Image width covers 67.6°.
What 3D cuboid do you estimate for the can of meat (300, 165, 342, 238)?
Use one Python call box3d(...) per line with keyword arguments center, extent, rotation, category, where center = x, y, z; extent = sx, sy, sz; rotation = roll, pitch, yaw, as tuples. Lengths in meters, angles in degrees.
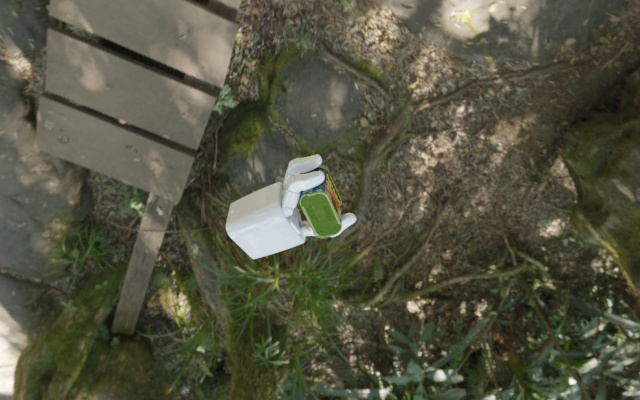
box3d(center=(0.000, 0.003, 0.830), extent=(0.057, 0.102, 0.084), rotation=(-18, 32, 11), category="can of meat")
